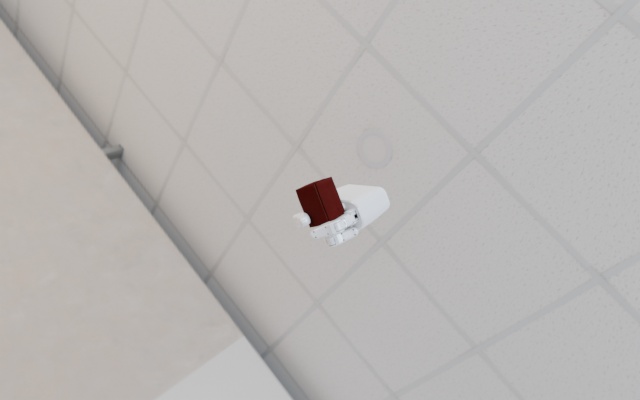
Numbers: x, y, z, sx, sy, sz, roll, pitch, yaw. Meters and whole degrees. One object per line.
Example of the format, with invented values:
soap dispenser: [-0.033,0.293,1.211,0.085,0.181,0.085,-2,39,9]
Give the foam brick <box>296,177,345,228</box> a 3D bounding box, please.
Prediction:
foam brick: [0.000,0.003,0.872,0.053,0.078,0.051,-14,9,43]
